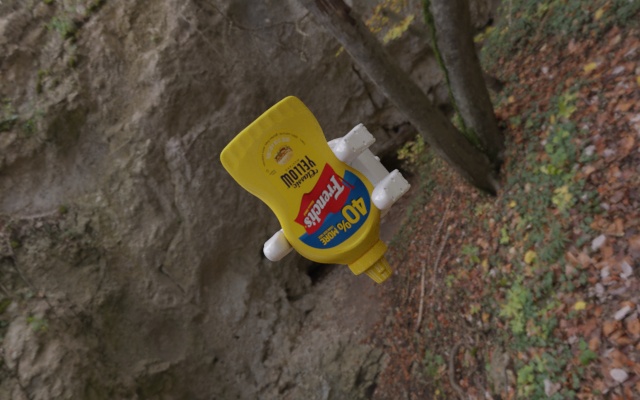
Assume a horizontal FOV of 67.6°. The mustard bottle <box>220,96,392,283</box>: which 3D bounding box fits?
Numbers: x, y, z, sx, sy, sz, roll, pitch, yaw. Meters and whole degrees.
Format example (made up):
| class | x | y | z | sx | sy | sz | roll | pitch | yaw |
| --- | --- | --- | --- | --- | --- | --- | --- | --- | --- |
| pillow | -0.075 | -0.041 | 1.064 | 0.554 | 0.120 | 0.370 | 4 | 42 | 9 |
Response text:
| class | x | y | z | sx | sy | sz | roll | pitch | yaw |
| --- | --- | --- | --- | --- | --- | --- | --- | --- | --- |
| mustard bottle | 0.000 | 0.001 | 0.457 | 0.096 | 0.191 | 0.058 | -41 | 0 | -7 |
